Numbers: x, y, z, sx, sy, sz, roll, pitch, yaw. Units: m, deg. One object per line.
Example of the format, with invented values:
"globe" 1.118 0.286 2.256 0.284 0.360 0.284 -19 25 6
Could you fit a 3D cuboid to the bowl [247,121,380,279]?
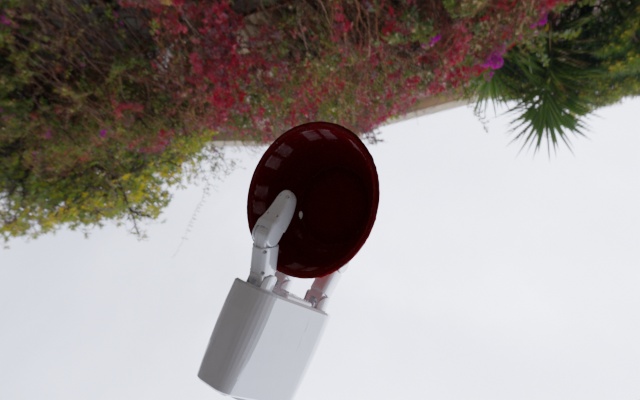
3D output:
"bowl" 0.001 0.001 0.504 0.162 0.162 0.055 0 -8 33
